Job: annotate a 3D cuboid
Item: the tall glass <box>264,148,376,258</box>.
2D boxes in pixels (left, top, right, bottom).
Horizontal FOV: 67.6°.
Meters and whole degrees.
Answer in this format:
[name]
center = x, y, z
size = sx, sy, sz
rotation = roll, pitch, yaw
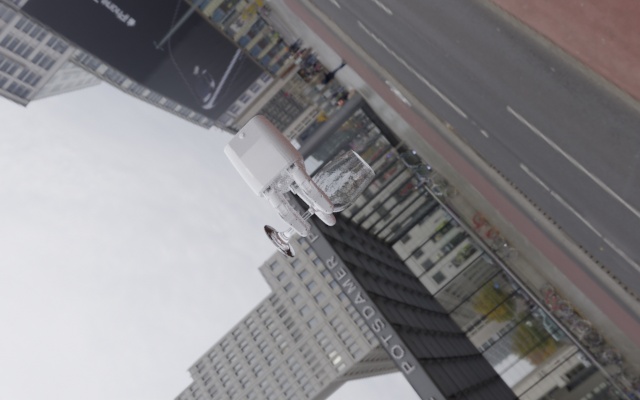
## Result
[tall glass]
center = 0.000, 0.003, 0.805
size = 0.201, 0.079, 0.079
rotation = -43, -8, 9
